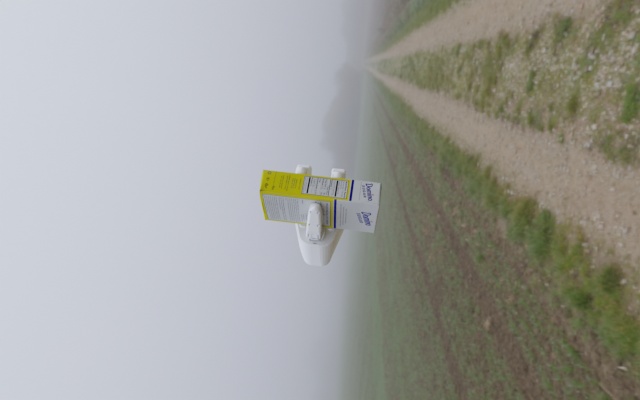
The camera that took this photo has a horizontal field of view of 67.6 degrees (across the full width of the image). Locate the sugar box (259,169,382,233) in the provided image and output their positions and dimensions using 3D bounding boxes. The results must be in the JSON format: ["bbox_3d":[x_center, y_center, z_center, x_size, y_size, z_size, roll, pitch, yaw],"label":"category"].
[{"bbox_3d":[0.000,0.002,0.722,0.176,0.048,0.093,5,-29,3],"label":"sugar box"}]
